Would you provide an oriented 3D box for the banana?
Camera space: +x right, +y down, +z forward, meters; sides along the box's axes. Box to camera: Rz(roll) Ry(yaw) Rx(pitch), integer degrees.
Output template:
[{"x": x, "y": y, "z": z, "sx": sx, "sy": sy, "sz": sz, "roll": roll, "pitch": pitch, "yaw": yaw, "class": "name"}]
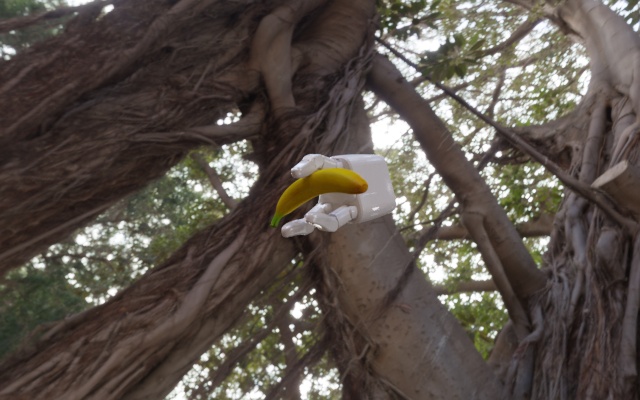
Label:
[{"x": -0.004, "y": -0.014, "z": 0.733, "sx": 0.037, "sy": 0.069, "sz": 0.198, "roll": 17, "pitch": -30, "yaw": -42, "class": "banana"}]
